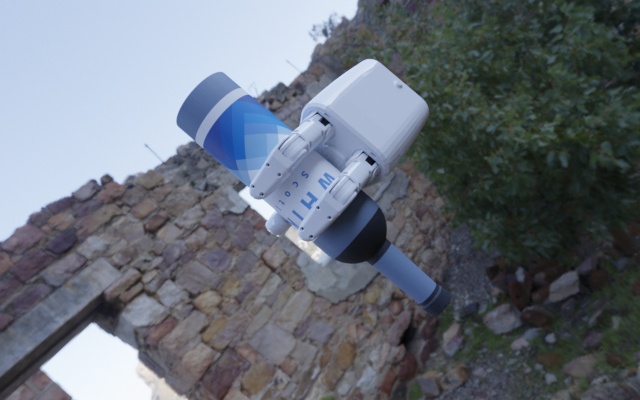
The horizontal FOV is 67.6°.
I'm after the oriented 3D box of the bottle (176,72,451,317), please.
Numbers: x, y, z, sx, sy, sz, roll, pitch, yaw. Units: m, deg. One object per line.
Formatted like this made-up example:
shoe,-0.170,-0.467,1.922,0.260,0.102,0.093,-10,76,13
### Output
bottle,0.000,0.001,0.444,0.295,0.069,0.069,41,1,1
